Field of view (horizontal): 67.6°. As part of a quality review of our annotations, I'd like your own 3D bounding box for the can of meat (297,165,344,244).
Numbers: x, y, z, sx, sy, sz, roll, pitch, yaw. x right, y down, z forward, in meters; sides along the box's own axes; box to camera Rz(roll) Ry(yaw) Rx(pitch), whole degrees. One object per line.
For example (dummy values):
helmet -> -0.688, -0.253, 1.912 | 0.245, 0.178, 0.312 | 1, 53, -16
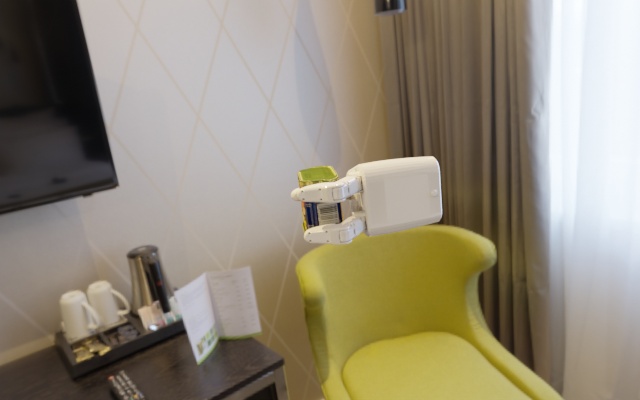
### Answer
can of meat -> 0.000, 0.002, 0.658 | 0.057, 0.084, 0.102 | -8, 15, -4
